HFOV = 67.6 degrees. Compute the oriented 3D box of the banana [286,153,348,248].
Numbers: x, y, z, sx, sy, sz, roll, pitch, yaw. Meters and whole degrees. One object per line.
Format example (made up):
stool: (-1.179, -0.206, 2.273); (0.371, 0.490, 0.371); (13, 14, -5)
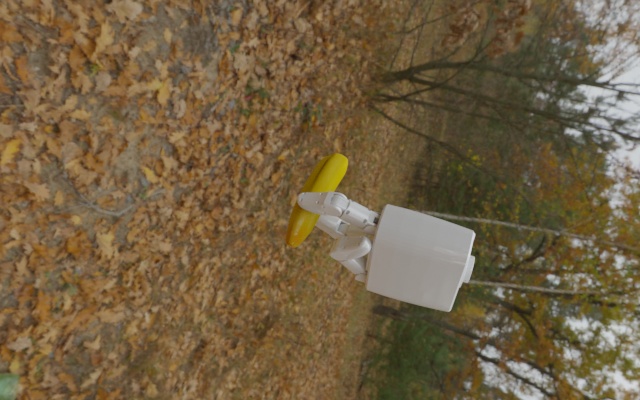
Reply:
banana: (0.003, -0.015, 0.632); (0.037, 0.070, 0.197); (15, 33, 13)
